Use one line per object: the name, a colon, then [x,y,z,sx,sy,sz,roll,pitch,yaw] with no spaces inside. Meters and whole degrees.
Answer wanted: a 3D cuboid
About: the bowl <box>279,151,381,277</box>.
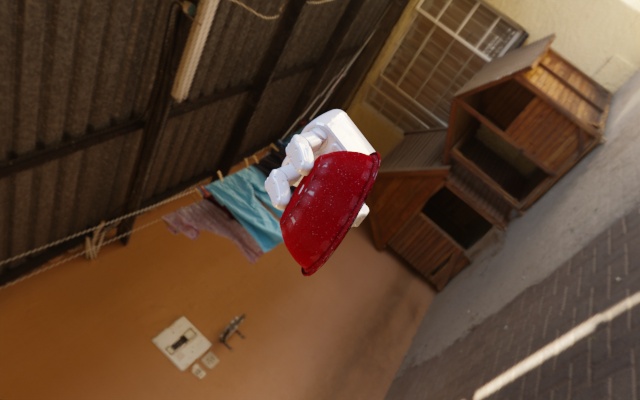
bowl: [0.000,0.002,0.534,0.055,0.162,0.162,31,-5,-9]
